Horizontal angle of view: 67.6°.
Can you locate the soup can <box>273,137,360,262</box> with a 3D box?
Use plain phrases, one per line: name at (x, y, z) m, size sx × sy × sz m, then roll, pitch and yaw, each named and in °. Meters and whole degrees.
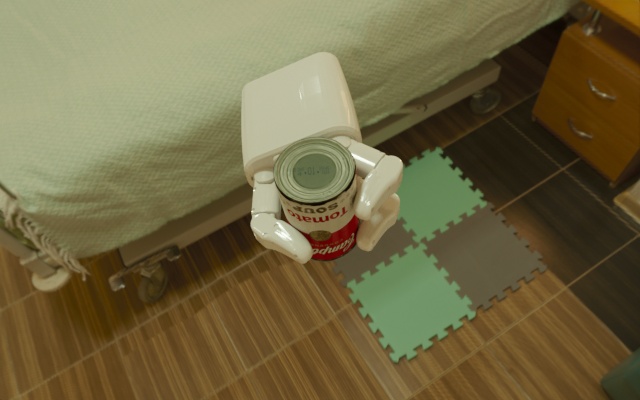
soup can at (0.000, 0.002, 0.417) m, size 0.068 × 0.068 × 0.102 m, roll 0°, pitch -32°, yaw 7°
